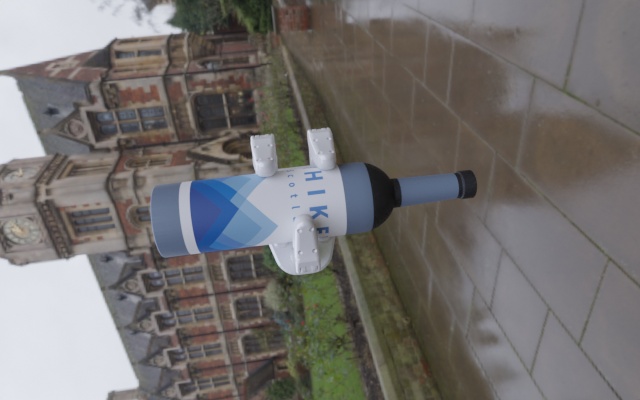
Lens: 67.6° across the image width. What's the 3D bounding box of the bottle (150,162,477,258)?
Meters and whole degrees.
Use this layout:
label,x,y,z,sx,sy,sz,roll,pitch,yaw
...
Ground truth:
label,x,y,z,sx,sy,sz,roll,pitch,yaw
bottle,0.000,0.002,0.447,0.296,0.069,0.069,-7,1,-5
